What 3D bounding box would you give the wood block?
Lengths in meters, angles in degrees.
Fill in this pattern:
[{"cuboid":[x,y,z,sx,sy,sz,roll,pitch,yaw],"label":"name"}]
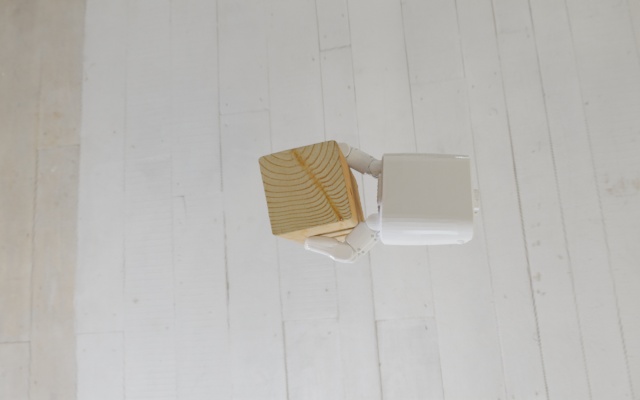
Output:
[{"cuboid":[0.000,0.002,0.606,0.090,0.091,0.206,-13,-11,8],"label":"wood block"}]
